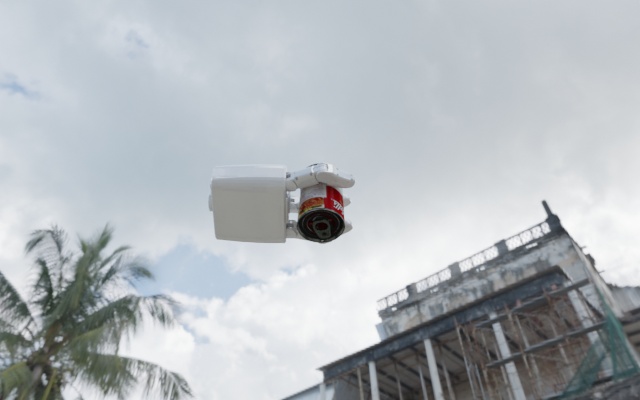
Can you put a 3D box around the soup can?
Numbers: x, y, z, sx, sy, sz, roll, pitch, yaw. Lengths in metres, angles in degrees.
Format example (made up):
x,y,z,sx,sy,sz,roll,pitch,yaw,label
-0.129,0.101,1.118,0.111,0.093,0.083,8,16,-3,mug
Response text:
x,y,z,sx,sy,sz,roll,pitch,yaw,label
0.001,0.002,0.702,0.068,0.069,0.102,0,43,-1,soup can
